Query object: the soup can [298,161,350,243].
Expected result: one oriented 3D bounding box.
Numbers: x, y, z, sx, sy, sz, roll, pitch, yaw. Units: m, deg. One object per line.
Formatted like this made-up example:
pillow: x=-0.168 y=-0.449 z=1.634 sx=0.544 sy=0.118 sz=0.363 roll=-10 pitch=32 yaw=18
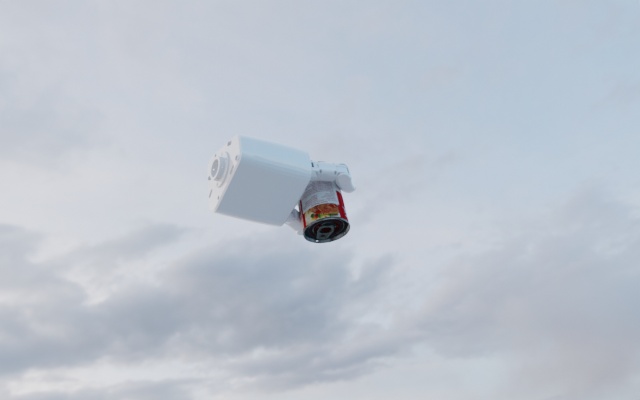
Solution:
soup can: x=0.001 y=0.002 z=0.701 sx=0.068 sy=0.102 sz=0.069 roll=-8 pitch=-33 yaw=-5
